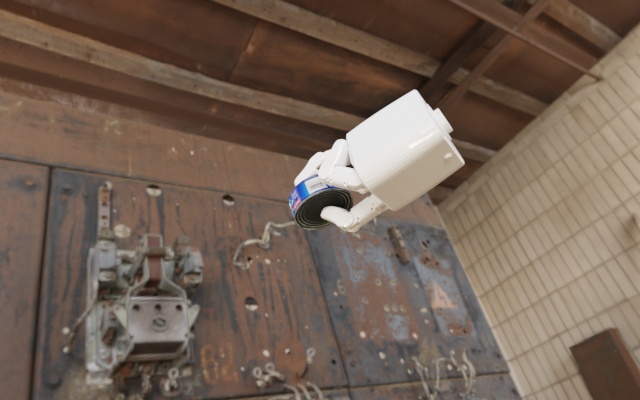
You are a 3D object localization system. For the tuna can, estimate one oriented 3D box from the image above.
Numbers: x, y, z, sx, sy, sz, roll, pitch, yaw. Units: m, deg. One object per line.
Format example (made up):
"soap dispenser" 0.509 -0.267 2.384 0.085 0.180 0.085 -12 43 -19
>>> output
"tuna can" 0.000 0.002 0.663 0.086 0.033 0.086 -15 -37 -12
